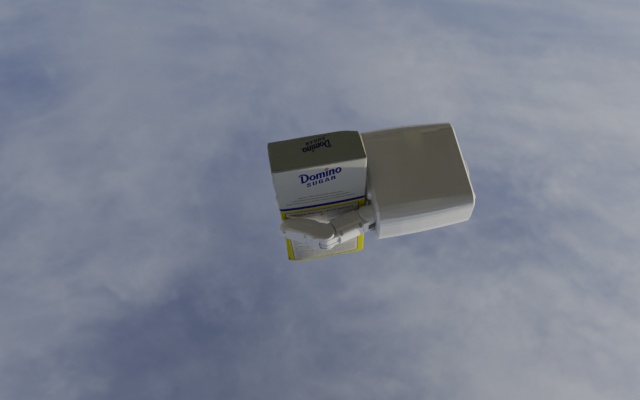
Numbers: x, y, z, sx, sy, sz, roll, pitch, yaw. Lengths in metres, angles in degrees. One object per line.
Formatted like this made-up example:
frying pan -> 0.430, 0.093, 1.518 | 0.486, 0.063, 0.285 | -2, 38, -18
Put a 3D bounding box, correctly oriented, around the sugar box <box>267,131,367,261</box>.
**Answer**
sugar box -> 0.000, 0.001, 0.522 | 0.093, 0.048, 0.176 | -9, -37, -4
